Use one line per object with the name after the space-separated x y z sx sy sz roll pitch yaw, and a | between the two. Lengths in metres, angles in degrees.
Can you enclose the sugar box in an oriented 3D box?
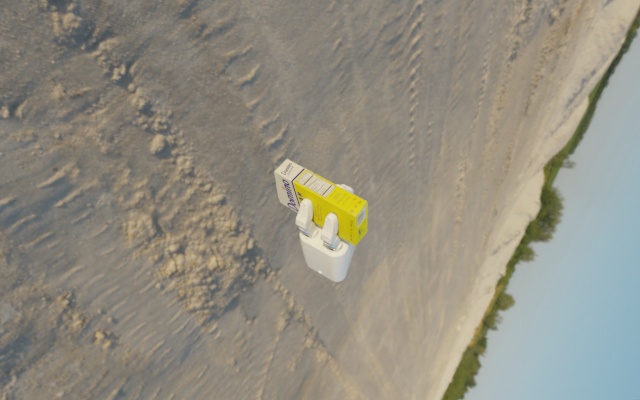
0.000 0.003 0.851 0.176 0.048 0.093 26 -33 23 | sugar box
